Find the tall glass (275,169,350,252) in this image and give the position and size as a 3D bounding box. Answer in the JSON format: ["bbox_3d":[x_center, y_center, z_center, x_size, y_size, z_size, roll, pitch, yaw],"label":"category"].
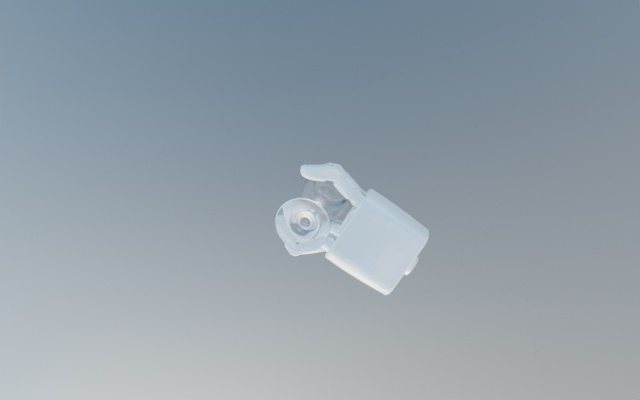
[{"bbox_3d":[0.000,0.002,0.708,0.079,0.079,0.201,0,18,14],"label":"tall glass"}]
